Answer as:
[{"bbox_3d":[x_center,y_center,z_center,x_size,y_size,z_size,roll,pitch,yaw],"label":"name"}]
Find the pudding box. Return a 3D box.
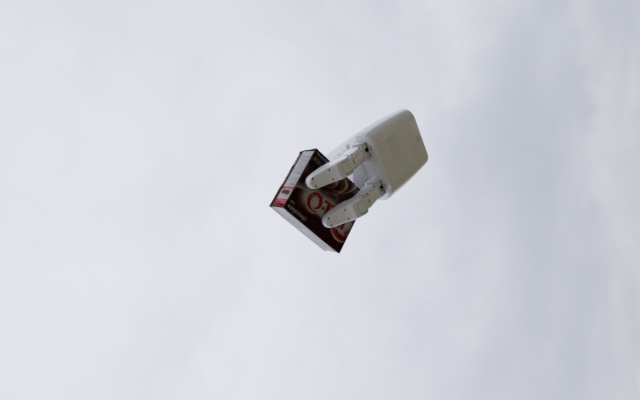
[{"bbox_3d":[0.000,0.002,0.615,0.113,0.090,0.039,40,-24,-31],"label":"pudding box"}]
